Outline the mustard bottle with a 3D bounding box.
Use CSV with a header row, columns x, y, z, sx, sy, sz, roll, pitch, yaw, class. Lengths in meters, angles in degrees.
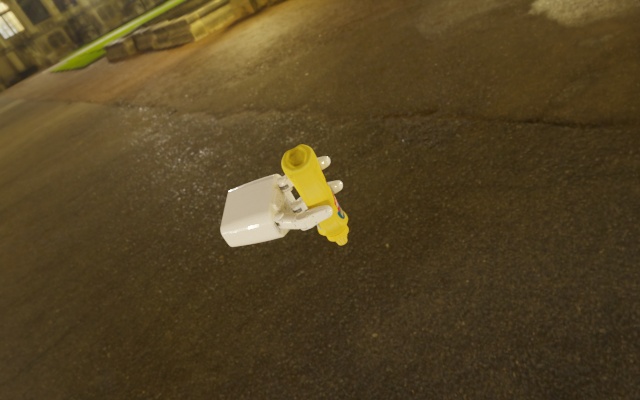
x,y,z,sx,sy,sz,roll,pitch,yaw,class
0.000,0.002,0.820,0.058,0.192,0.096,-27,29,1,mustard bottle
